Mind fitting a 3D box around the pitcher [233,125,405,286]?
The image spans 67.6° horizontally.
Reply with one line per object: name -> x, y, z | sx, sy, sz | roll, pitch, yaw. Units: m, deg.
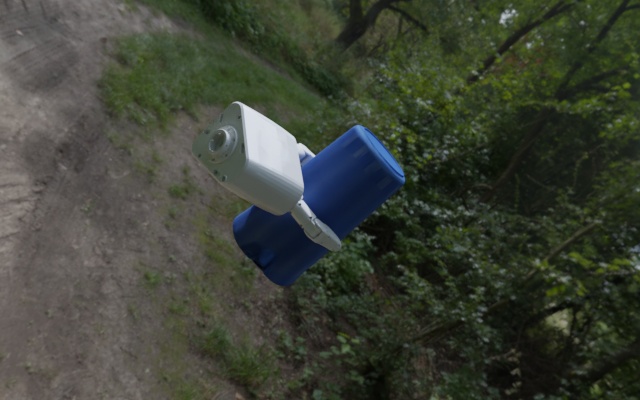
pitcher -> 0.000, 0.002, 0.708 | 0.243, 0.149, 0.145 | -39, -39, 17
